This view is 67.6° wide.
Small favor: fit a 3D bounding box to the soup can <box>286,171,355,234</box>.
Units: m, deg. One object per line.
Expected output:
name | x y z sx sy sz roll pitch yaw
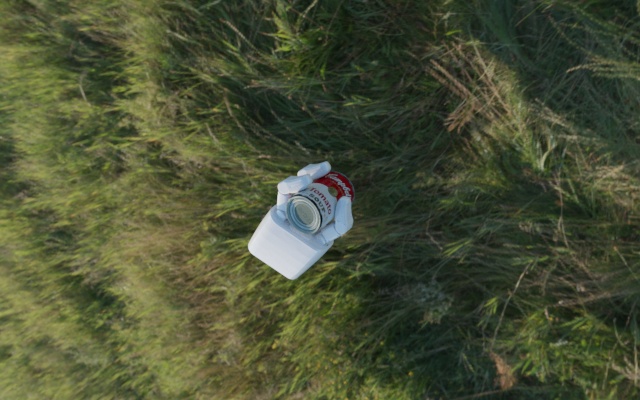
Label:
soup can | 0.000 0.002 0.756 0.068 0.068 0.102 0 23 36
